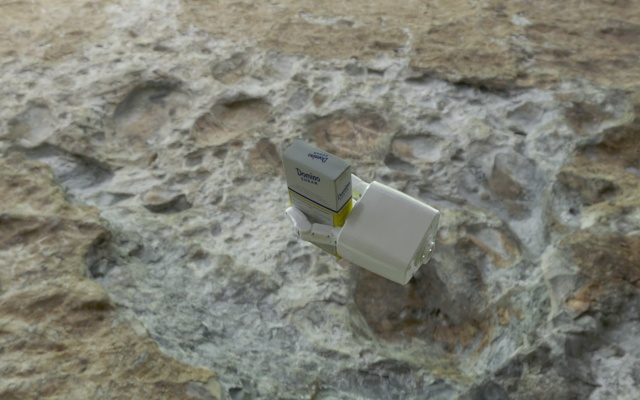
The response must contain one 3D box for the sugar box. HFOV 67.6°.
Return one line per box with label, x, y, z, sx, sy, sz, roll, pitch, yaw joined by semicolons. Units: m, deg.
sugar box;0.001;0.002;0.696;0.093;0.176;0.048;27;54;25
